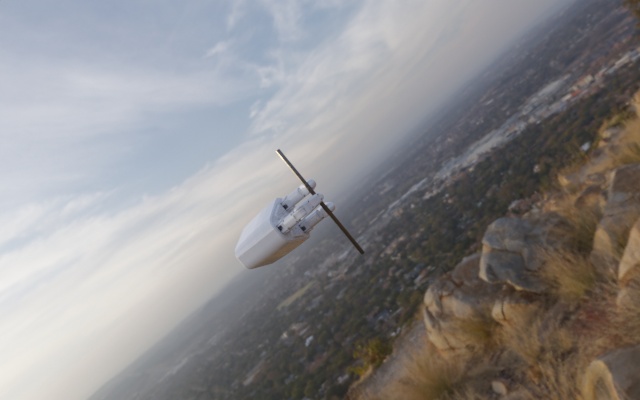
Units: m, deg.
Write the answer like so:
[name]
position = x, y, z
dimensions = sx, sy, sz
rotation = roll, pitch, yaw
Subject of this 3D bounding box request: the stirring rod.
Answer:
[stirring rod]
position = 0.000, 0.003, 0.854
dimensions = 0.011, 0.239, 0.011
rotation = -40, 2, 1
